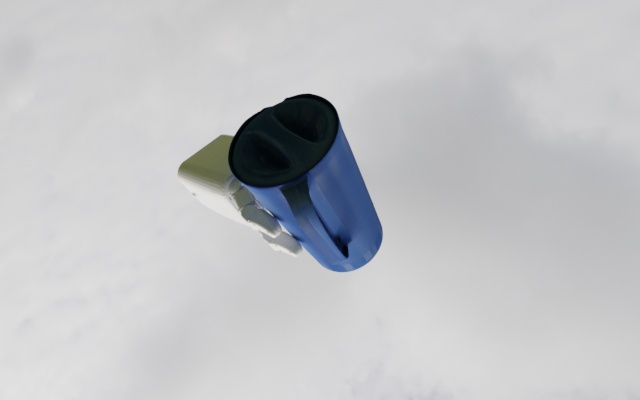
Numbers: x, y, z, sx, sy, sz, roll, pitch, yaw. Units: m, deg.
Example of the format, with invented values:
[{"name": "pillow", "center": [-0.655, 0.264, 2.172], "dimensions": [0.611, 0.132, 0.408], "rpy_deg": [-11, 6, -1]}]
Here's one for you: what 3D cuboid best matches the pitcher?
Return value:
[{"name": "pitcher", "center": [0.000, 0.002, 0.601], "dimensions": [0.145, 0.149, 0.243], "rpy_deg": [16, -26, 34]}]
